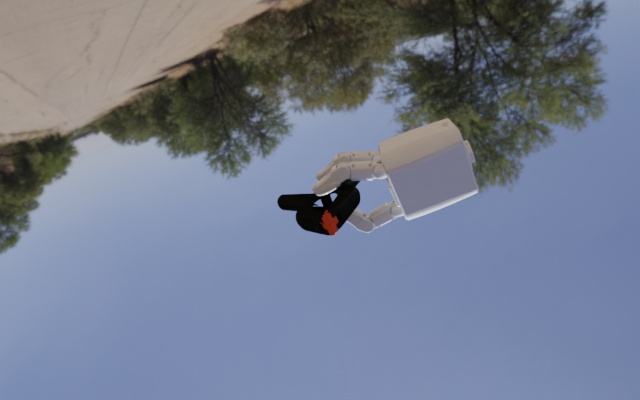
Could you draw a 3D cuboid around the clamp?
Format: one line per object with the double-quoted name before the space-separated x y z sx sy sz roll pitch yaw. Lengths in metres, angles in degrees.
"clamp" 0.001 0.003 0.688 0.164 0.036 0.210 -24 17 13
